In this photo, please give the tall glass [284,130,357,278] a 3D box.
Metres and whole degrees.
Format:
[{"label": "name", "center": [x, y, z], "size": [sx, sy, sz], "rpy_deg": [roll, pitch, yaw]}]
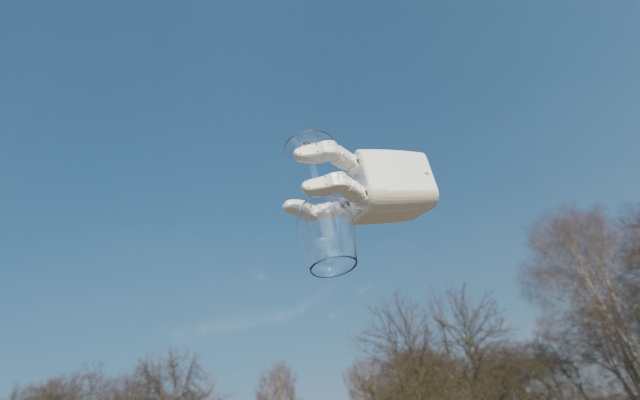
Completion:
[{"label": "tall glass", "center": [0.000, 0.002, 0.657], "size": [0.079, 0.201, 0.079], "rpy_deg": [-8, -32, -5]}]
